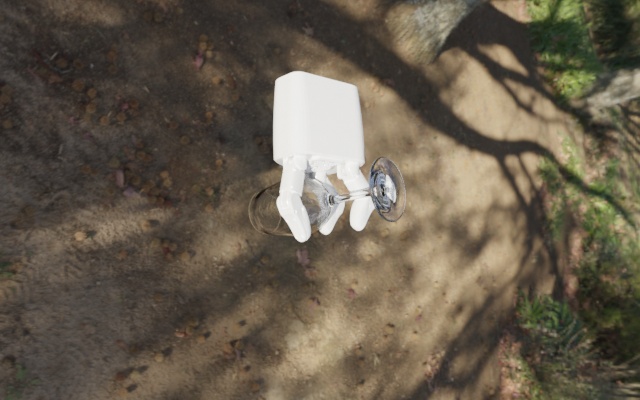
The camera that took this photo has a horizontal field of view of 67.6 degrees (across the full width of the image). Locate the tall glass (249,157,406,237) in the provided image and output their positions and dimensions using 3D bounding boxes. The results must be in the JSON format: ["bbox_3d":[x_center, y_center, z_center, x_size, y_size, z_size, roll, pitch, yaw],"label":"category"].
[{"bbox_3d":[0.001,0.002,0.595,0.201,0.079,0.079,-11,-7,39],"label":"tall glass"}]
